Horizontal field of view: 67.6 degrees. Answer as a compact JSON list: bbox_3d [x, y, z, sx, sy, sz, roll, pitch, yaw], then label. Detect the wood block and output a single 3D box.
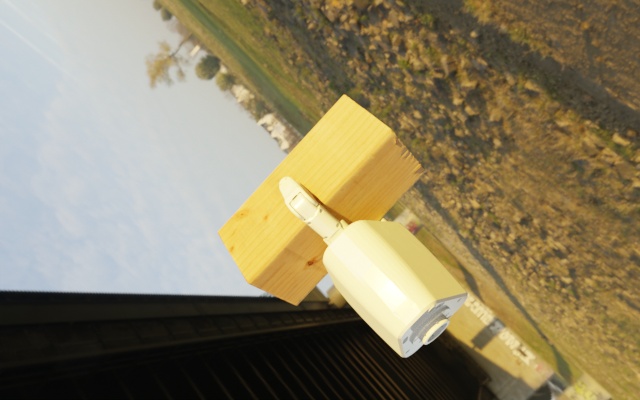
[{"bbox_3d":[0.000,0.002,0.521,0.091,0.206,0.090,38,7,-47],"label":"wood block"}]
